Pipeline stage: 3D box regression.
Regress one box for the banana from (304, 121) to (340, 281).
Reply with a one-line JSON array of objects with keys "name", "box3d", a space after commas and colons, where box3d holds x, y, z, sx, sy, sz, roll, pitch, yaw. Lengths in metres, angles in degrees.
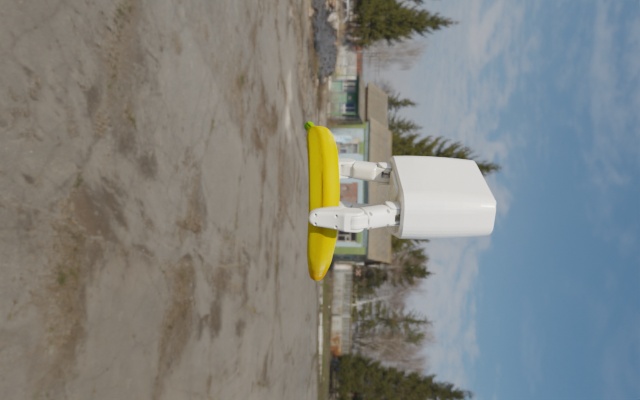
[{"name": "banana", "box3d": [0.002, -0.003, 0.562, 0.037, 0.198, 0.069, 0, -6, -6]}]
